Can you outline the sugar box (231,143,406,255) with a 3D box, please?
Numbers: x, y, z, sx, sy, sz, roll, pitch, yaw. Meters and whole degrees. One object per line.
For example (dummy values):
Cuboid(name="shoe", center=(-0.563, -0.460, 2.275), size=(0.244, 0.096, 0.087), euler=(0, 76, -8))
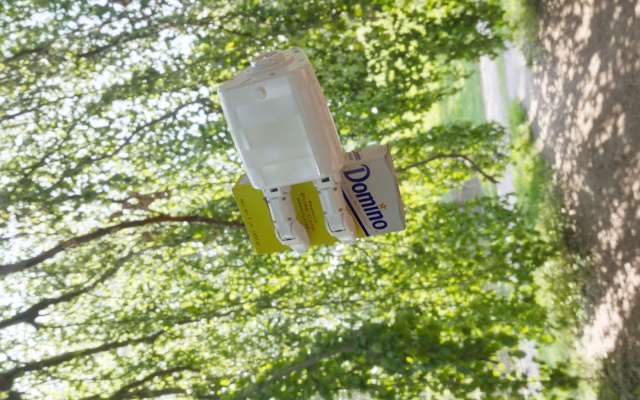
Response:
Cuboid(name="sugar box", center=(0.000, 0.002, 0.536), size=(0.176, 0.093, 0.048), euler=(-11, 26, 16))
